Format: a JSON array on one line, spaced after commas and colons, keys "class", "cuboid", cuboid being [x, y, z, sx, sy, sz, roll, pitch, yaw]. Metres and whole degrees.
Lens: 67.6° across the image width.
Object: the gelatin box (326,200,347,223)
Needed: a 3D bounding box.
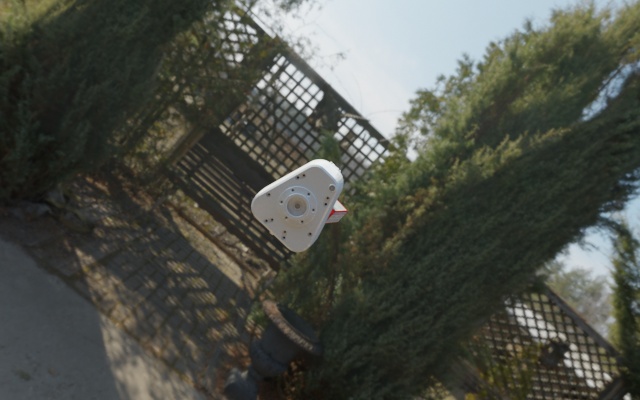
[{"class": "gelatin box", "cuboid": [0.001, 0.002, 0.772, 0.073, 0.030, 0.089, 45, 12, 12]}]
